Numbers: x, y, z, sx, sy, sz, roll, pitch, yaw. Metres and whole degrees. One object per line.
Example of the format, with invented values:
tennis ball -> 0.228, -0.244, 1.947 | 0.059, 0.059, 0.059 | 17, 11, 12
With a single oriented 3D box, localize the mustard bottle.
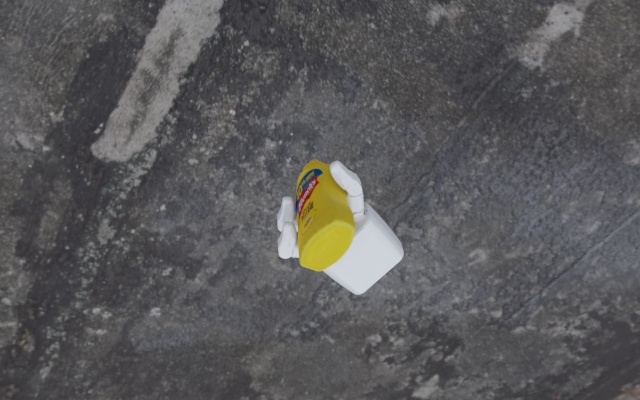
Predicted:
mustard bottle -> 0.000, 0.002, 0.690 | 0.058, 0.096, 0.191 | 20, 35, -22
